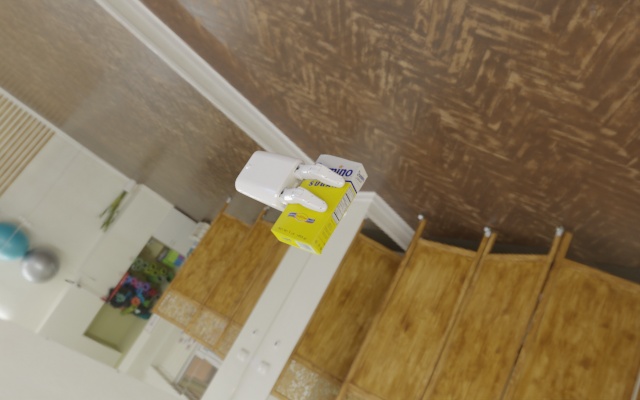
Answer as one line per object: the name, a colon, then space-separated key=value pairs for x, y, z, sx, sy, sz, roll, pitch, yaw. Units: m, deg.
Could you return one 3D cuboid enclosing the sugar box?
sugar box: x=0.000 y=0.002 z=0.837 sx=0.093 sy=0.176 sz=0.048 roll=17 pitch=-23 yaw=33
